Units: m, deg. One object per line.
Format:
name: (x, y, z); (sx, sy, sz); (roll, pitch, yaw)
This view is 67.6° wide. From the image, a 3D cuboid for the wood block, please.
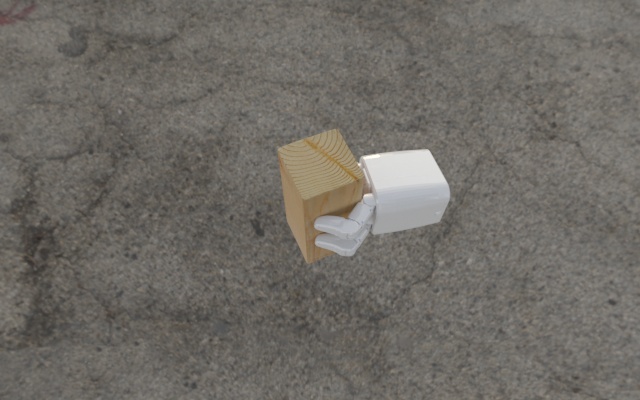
wood block: (0.000, 0.002, 0.709); (0.090, 0.090, 0.206); (-21, -28, -12)
